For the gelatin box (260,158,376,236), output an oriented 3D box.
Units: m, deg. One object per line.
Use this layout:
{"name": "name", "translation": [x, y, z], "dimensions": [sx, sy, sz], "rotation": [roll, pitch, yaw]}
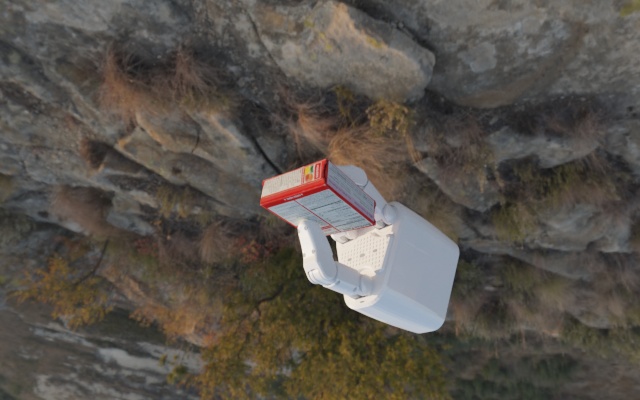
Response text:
{"name": "gelatin box", "translation": [0.000, 0.002, 0.448], "dimensions": [0.073, 0.030, 0.089], "rotation": [-16, -34, 32]}
